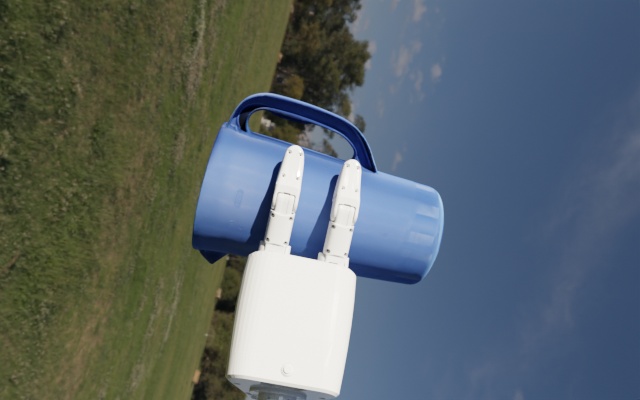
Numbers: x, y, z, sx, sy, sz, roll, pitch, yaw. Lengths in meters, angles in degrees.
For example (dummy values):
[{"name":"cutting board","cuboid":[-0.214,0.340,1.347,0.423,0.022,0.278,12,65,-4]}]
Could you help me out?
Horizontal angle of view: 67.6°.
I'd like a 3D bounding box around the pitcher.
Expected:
[{"name":"pitcher","cuboid":[0.000,0.002,0.497,0.243,0.145,0.149,13,-30,-7]}]
